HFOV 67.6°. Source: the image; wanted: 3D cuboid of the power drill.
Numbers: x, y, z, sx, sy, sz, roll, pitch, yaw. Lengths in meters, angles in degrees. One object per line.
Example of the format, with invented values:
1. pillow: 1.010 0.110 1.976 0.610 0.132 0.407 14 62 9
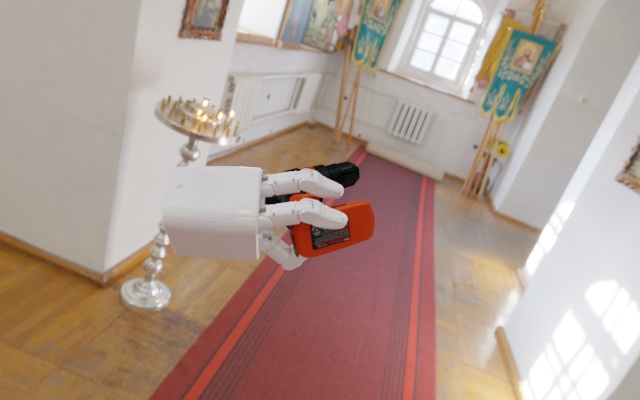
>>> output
1. power drill: 0.000 0.002 0.660 0.184 0.057 0.187 -17 25 -16
